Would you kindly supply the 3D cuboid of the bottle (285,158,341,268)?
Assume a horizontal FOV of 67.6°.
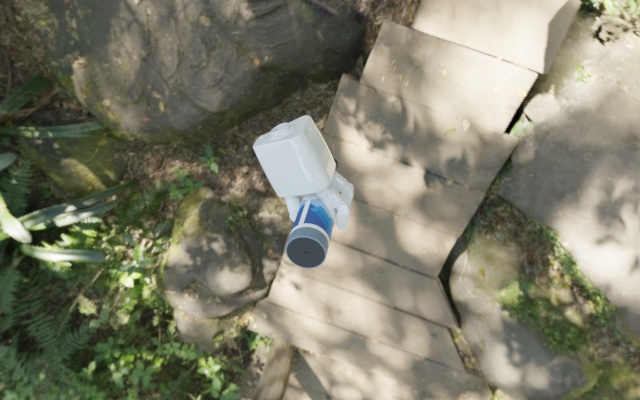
[{"bbox_3d":[0.000,0.003,0.876,0.069,0.069,0.295,0,33,11],"label":"bottle"}]
